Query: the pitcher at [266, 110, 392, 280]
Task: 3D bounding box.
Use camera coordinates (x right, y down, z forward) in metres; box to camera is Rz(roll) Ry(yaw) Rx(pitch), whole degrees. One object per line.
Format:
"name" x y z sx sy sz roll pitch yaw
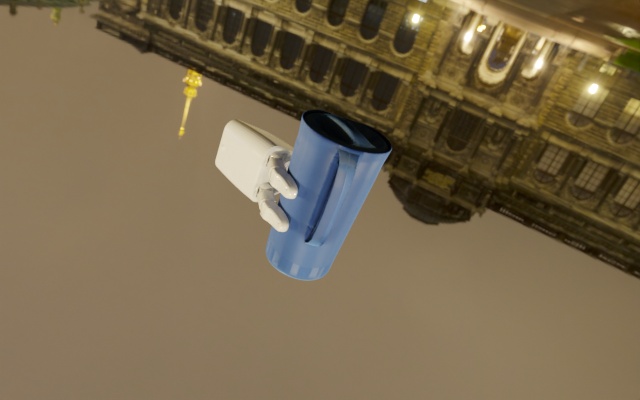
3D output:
"pitcher" 0.000 0.002 0.706 0.145 0.243 0.149 37 30 30
